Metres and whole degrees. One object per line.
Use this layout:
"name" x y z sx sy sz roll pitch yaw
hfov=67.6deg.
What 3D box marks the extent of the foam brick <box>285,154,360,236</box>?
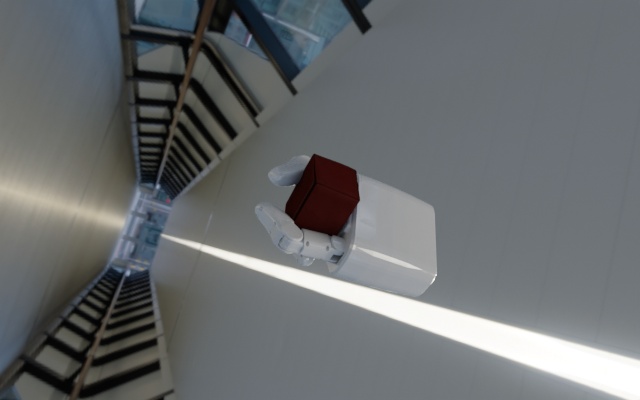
"foam brick" 0.000 0.001 0.495 0.051 0.078 0.053 20 36 -16
